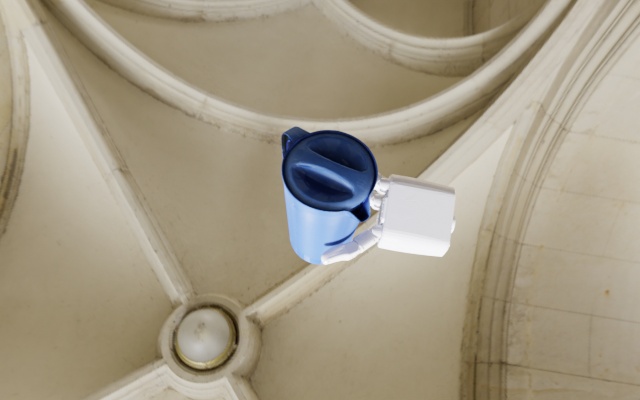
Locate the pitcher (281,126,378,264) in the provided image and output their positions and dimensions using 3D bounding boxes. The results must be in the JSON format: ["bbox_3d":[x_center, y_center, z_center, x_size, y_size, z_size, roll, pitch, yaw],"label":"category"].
[{"bbox_3d":[0.000,0.003,0.757,0.145,0.149,0.243,8,-28,0],"label":"pitcher"}]
